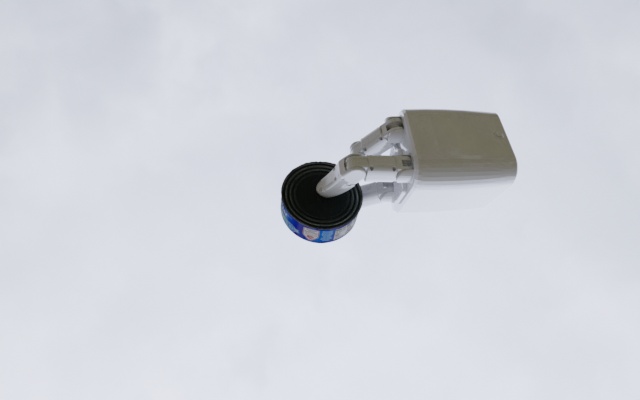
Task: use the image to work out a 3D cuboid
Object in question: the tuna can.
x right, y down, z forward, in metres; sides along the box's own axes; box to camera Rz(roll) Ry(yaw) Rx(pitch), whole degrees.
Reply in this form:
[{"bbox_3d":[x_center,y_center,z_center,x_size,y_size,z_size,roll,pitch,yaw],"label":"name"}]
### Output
[{"bbox_3d":[0.000,0.002,0.509,0.086,0.086,0.034,0,-34,-8],"label":"tuna can"}]
